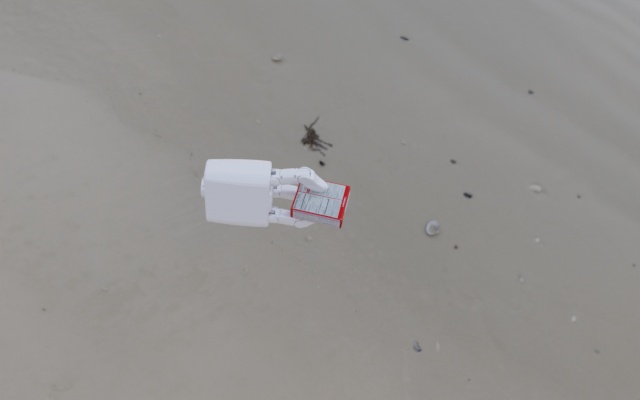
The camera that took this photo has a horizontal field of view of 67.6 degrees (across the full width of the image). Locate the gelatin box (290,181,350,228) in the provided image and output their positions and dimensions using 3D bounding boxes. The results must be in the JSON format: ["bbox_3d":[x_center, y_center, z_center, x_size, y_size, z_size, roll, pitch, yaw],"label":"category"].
[{"bbox_3d":[0.000,0.002,0.808,0.089,0.073,0.030,12,-36,7],"label":"gelatin box"}]
